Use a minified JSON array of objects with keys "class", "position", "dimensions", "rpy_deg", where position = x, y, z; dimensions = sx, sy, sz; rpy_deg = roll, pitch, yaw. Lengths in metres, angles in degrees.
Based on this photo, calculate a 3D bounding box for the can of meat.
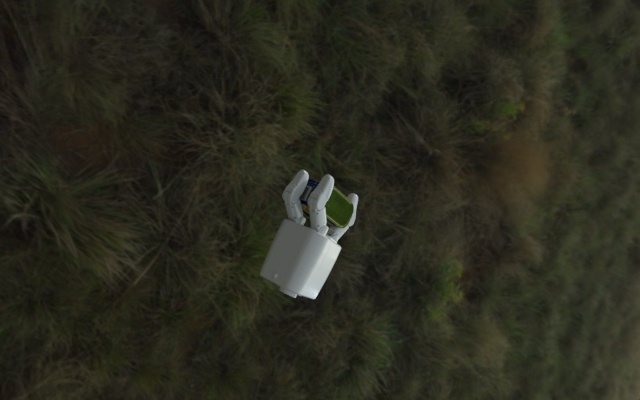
[{"class":"can of meat","position":[0.000,0.003,0.845],"dimensions":[0.084,0.057,0.102],"rpy_deg":[19,-13,42]}]
